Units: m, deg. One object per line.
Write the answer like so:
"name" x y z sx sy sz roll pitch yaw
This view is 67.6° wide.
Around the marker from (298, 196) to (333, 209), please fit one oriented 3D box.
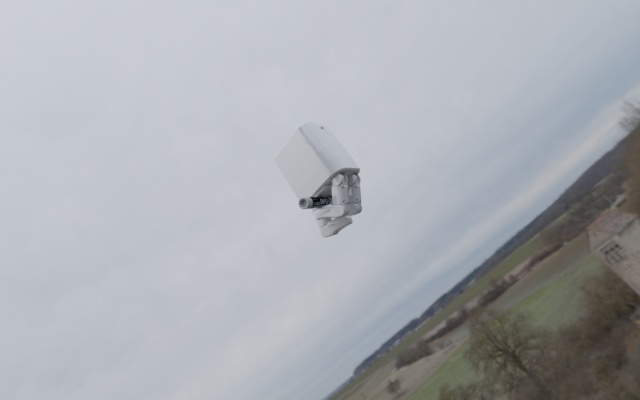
"marker" 0.000 0.003 0.796 0.020 0.020 0.121 0 2 27
